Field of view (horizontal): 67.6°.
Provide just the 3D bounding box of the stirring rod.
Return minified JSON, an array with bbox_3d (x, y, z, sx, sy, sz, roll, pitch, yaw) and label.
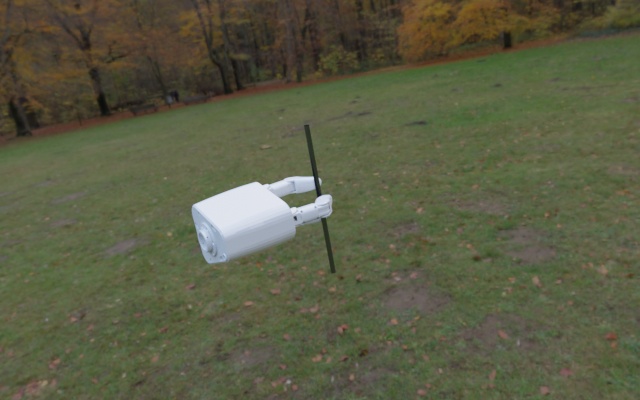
[{"bbox_3d":[0.000,0.003,0.739,0.011,0.239,0.011,-10,16,3],"label":"stirring rod"}]
